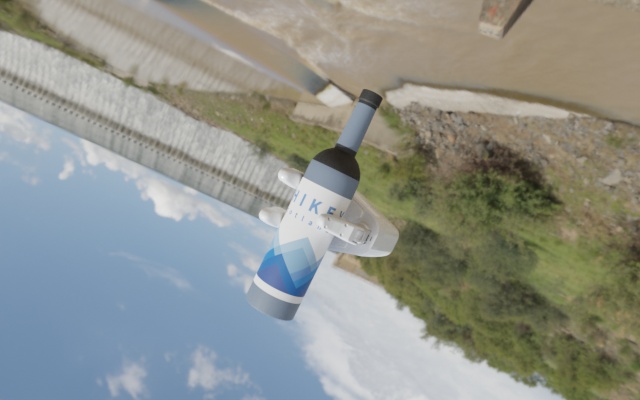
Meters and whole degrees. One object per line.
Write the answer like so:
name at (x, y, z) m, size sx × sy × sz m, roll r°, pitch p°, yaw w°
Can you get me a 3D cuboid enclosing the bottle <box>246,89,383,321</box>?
bottle at (0.000, 0.002, 0.591) m, size 0.069 × 0.296 × 0.069 m, roll 26°, pitch 3°, yaw -2°
